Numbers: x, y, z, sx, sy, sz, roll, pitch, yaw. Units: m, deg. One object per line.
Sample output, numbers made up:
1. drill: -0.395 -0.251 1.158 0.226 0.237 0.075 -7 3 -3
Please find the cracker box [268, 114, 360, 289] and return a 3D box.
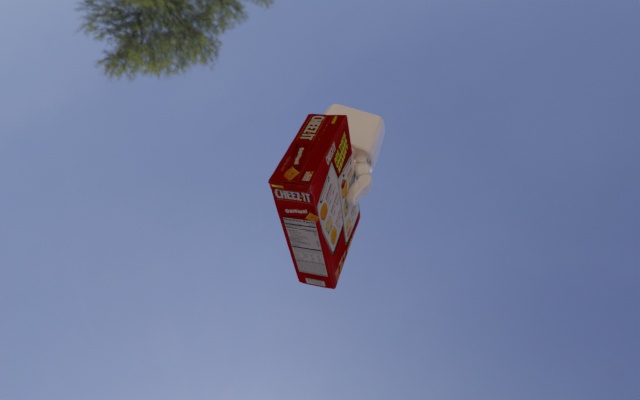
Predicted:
1. cracker box: 0.000 0.003 0.726 0.072 0.214 0.164 6 45 20
